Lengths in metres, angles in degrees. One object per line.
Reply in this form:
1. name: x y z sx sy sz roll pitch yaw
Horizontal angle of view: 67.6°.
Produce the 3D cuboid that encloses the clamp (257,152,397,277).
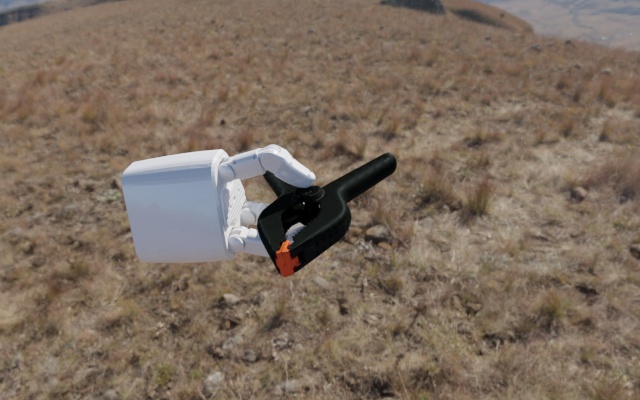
1. clamp: 0.000 0.001 0.499 0.164 0.036 0.209 -6 29 10
